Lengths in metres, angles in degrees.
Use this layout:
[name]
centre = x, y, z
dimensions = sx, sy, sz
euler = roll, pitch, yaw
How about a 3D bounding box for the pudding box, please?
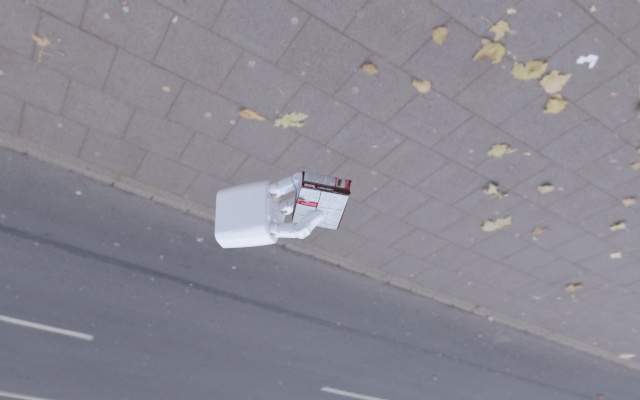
[pudding box]
centre = 0.000, 0.003, 0.857
dimensions = 0.090, 0.039, 0.114
euler = 10, -37, -6
